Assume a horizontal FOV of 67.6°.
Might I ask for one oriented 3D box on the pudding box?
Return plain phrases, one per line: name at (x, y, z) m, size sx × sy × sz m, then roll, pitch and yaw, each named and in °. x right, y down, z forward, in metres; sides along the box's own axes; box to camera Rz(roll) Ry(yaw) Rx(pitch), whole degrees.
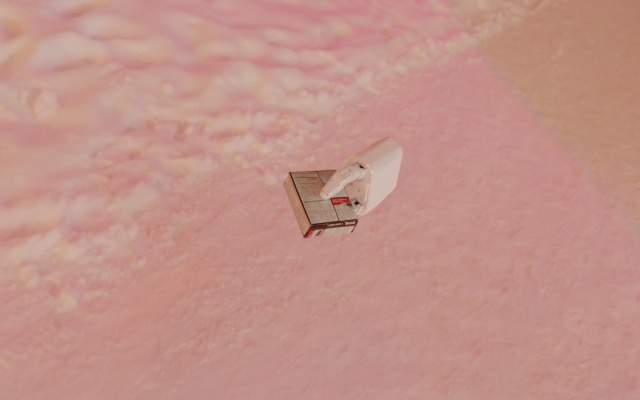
pudding box at (0.000, 0.002, 0.777) m, size 0.090 × 0.113 × 0.039 m, roll -5°, pitch -37°, yaw -26°
